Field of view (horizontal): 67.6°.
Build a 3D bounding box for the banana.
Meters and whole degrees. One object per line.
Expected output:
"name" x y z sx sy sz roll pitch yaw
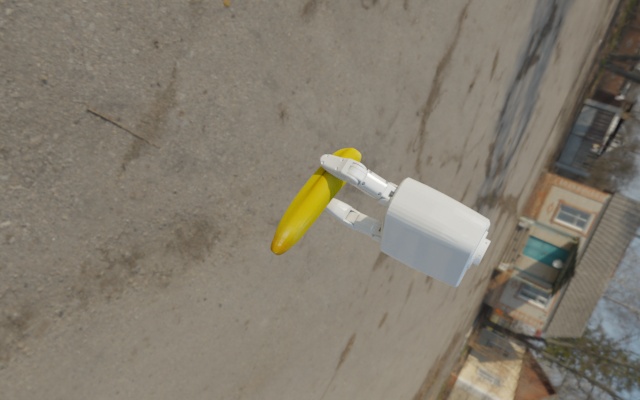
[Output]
"banana" 0.004 -0.012 0.602 0.037 0.070 0.197 30 53 15
